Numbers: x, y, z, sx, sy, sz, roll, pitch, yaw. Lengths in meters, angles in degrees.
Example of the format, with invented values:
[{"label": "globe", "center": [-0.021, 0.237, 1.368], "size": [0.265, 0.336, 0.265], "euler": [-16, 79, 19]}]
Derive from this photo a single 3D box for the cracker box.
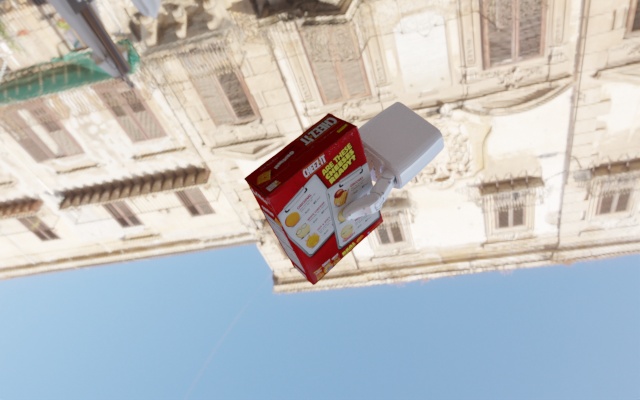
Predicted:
[{"label": "cracker box", "center": [0.000, 0.003, 0.722], "size": [0.164, 0.214, 0.072], "euler": [-40, 47, -17]}]
